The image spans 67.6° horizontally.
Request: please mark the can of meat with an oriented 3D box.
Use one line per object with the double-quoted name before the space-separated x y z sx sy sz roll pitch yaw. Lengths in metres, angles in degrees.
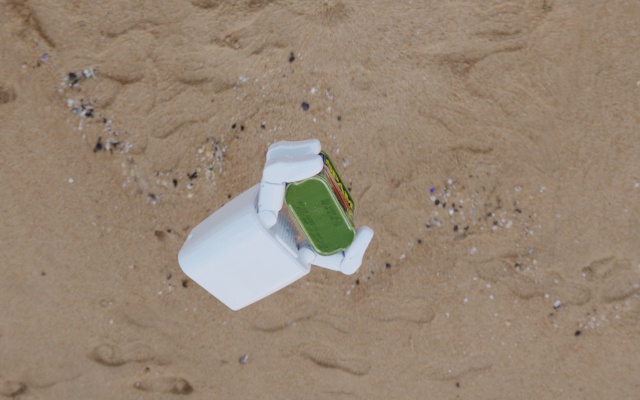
"can of meat" 0.000 0.002 0.543 0.057 0.102 0.084 -26 20 12
